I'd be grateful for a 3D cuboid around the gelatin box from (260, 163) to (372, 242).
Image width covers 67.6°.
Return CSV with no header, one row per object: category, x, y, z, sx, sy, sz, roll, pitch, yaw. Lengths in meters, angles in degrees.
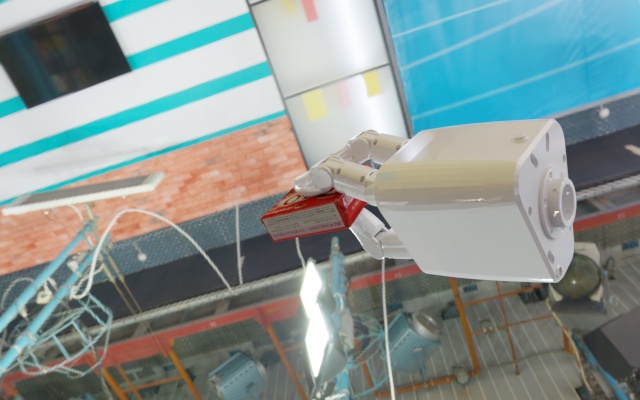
gelatin box,0.000,0.002,0.441,0.089,0.030,0.073,-14,21,35
